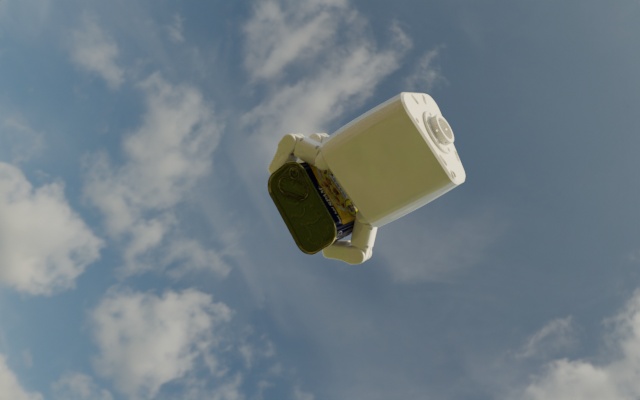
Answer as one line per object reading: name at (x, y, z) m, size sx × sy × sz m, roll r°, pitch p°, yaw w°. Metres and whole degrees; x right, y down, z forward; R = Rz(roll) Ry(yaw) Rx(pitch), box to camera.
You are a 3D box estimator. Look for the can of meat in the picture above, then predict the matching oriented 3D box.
can of meat at (0.000, 0.002, 0.552) m, size 0.057 × 0.102 × 0.084 m, roll -35°, pitch -10°, yaw 33°
